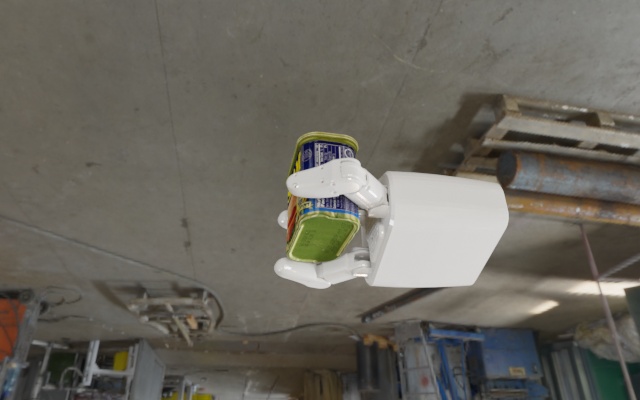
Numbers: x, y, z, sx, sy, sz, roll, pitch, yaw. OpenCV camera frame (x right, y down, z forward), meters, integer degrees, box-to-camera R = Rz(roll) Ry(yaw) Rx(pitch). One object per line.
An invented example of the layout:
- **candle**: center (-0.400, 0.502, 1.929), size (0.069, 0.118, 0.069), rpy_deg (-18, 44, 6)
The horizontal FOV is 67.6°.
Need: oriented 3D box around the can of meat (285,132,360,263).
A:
- **can of meat**: center (0.000, 0.002, 0.442), size (0.057, 0.084, 0.102), rpy_deg (6, -30, -12)
